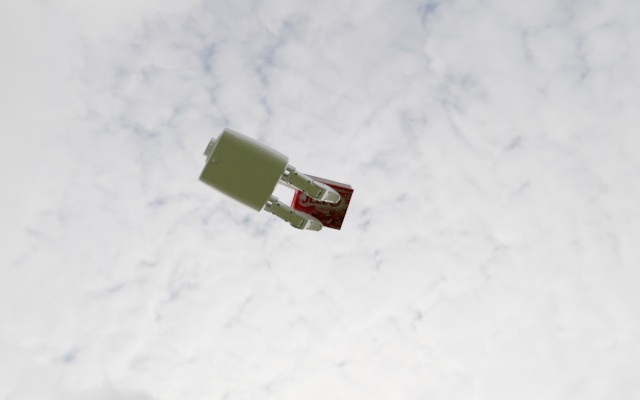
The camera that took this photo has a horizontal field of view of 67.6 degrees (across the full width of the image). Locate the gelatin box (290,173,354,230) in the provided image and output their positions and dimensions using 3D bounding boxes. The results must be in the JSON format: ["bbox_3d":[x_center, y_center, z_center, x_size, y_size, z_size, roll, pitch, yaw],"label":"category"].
[{"bbox_3d":[0.000,0.002,0.764,0.089,0.073,0.030,13,18,-15],"label":"gelatin box"}]
